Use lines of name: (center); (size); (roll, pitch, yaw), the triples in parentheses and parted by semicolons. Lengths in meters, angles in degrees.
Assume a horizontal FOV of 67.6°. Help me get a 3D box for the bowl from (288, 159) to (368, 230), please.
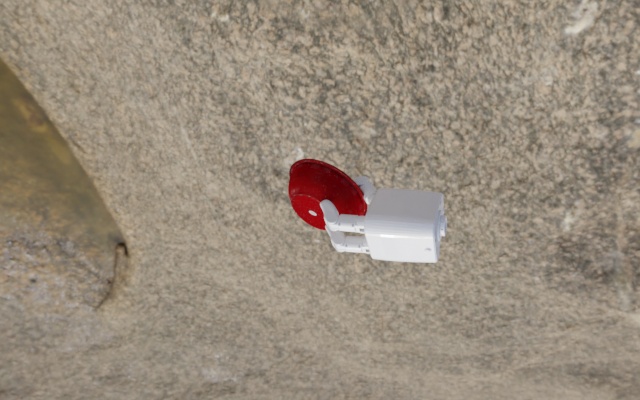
bowl: (-0.001, 0.003, 0.851); (0.162, 0.055, 0.162); (25, -32, 17)
